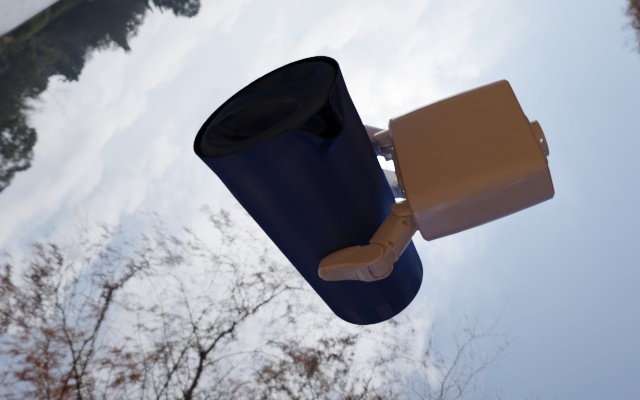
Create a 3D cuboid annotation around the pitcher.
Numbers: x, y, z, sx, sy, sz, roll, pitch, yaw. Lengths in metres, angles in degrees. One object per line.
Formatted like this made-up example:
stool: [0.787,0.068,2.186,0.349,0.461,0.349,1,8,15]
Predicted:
pitcher: [0.000,0.001,0.447,0.145,0.243,0.149,-20,35,18]
